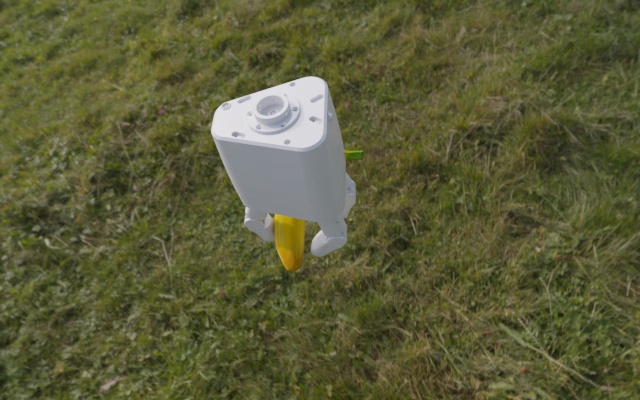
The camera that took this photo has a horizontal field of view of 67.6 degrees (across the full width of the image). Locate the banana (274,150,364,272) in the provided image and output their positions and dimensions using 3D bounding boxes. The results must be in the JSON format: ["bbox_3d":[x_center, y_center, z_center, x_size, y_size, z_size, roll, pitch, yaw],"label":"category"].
[{"bbox_3d":[-0.015,-0.006,0.585,0.069,0.197,0.037,19,-32,19],"label":"banana"}]
